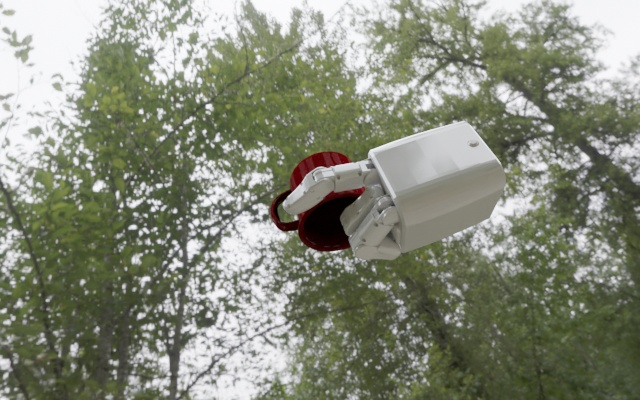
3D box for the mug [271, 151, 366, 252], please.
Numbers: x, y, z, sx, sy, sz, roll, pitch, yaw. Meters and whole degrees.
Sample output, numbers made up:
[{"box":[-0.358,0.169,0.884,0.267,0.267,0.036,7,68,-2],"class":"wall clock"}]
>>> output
[{"box":[-0.001,0.002,0.546,0.117,0.081,0.093,-17,-43,-2],"class":"mug"}]
